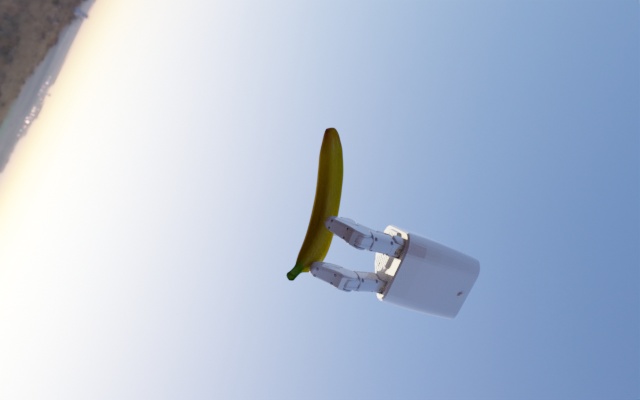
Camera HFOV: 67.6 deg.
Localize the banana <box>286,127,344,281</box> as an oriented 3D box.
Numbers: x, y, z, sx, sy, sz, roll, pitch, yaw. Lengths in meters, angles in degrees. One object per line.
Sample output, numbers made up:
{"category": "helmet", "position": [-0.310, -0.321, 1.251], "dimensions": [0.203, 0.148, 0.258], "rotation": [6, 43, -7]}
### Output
{"category": "banana", "position": [0.003, 0.008, 0.615], "dimensions": [0.037, 0.198, 0.069], "rotation": [12, -6, 14]}
